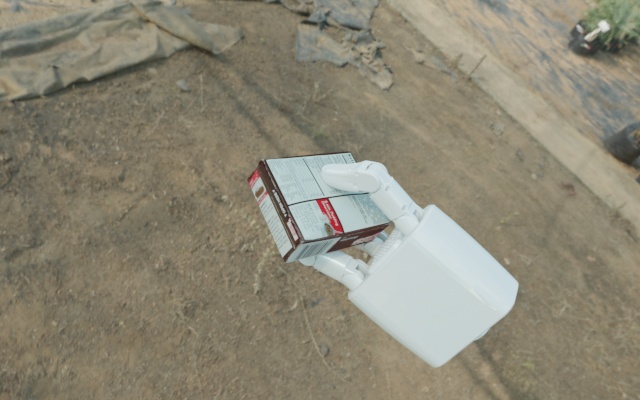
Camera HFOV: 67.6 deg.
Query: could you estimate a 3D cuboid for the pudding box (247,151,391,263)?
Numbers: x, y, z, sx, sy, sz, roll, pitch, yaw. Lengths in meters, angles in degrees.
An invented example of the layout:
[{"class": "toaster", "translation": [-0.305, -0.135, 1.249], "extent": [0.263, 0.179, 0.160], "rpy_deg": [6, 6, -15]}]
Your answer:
[{"class": "pudding box", "translation": [0.000, 0.001, 0.448], "extent": [0.113, 0.090, 0.039], "rpy_deg": [-8, -28, -41]}]
